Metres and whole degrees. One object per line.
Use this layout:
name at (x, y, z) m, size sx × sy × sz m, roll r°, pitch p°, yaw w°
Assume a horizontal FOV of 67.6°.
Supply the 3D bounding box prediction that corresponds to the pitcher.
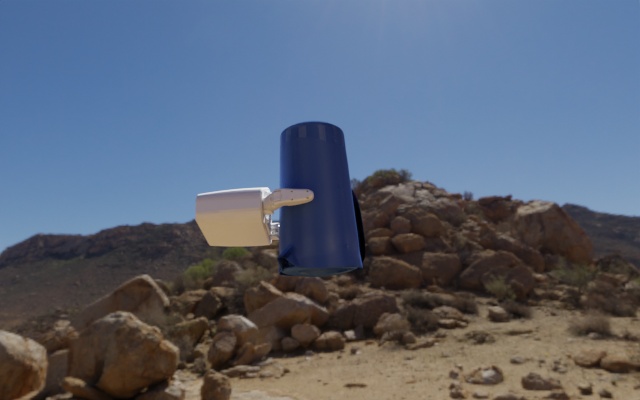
pitcher at (0.000, 0.003, 0.783) m, size 0.145 × 0.242 × 0.149 m, roll -3°, pitch -13°, yaw 0°
